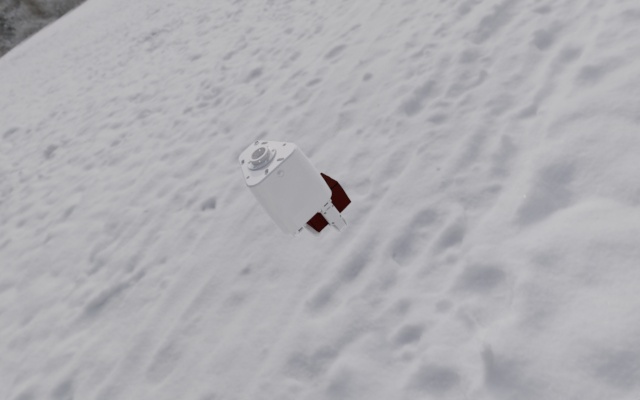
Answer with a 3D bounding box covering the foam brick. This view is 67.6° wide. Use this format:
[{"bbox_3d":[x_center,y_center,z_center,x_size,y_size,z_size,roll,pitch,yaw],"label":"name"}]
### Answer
[{"bbox_3d":[0.000,0.002,0.779,0.053,0.078,0.051,33,-17,52],"label":"foam brick"}]
